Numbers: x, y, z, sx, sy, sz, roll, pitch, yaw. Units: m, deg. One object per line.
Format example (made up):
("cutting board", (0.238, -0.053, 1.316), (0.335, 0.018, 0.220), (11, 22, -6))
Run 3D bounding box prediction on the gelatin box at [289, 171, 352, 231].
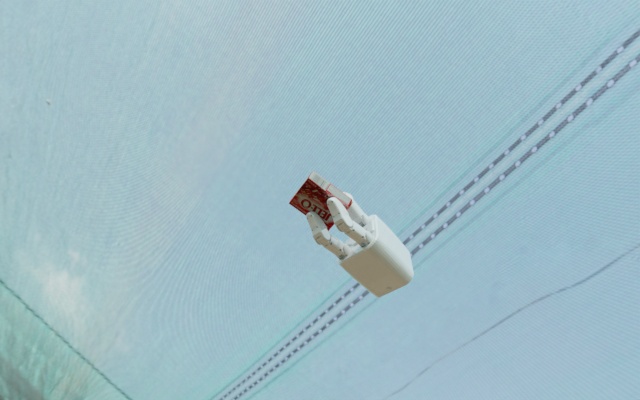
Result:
("gelatin box", (0.000, 0.002, 0.839), (0.089, 0.073, 0.030), (37, 39, -4))
